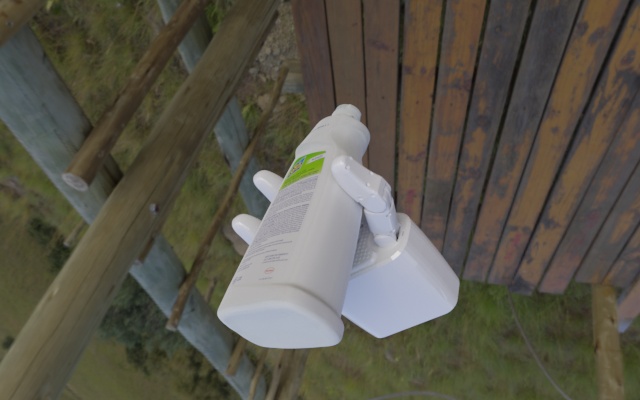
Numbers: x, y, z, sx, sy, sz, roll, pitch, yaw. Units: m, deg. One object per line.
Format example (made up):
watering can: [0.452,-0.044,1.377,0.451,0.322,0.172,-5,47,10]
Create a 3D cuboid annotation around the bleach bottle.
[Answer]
bleach bottle: [0.000,0.001,0.427,0.102,0.250,0.068,-17,-50,40]
